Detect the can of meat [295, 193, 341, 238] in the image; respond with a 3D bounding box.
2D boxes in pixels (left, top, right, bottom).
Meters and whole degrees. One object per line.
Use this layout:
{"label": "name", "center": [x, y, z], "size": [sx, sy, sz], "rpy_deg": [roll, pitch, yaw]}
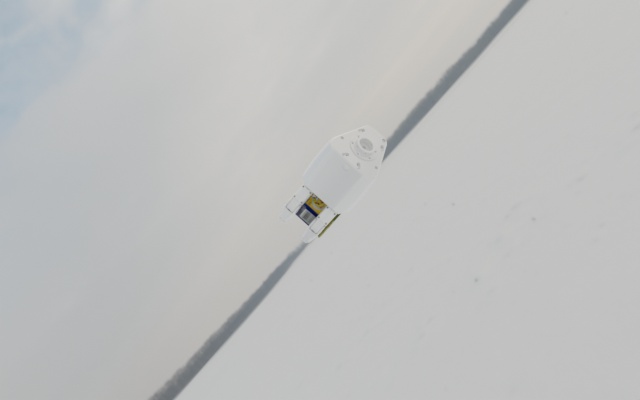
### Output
{"label": "can of meat", "center": [0.000, 0.003, 0.865], "size": [0.102, 0.084, 0.057], "rpy_deg": [-47, -2, -37]}
